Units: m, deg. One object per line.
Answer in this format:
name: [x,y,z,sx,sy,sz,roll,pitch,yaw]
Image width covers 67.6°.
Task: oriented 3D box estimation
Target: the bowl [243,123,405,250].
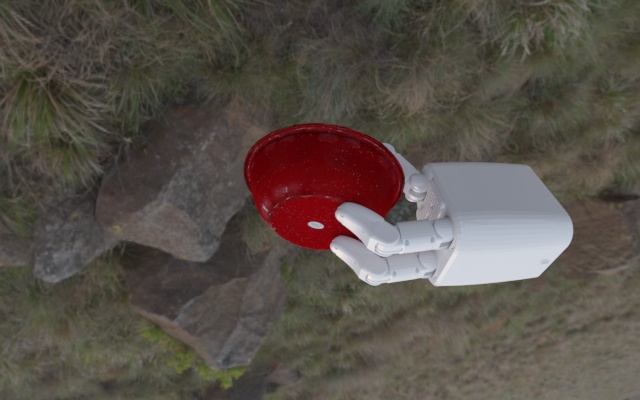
bowl: [-0.001,0.002,0.464,0.162,0.055,0.162,5,-36,4]
